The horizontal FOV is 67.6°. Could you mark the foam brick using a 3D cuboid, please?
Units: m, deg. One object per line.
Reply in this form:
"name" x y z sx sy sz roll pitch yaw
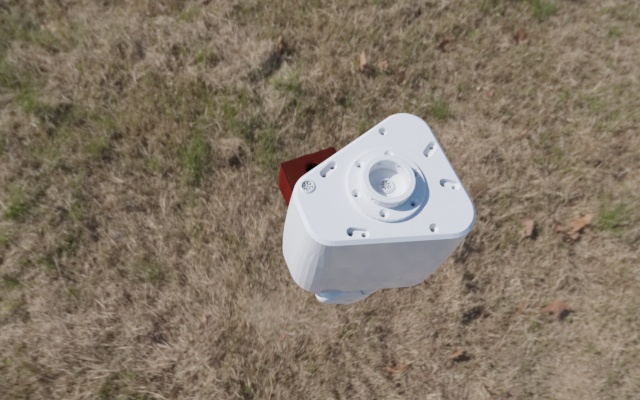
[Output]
"foam brick" 0.000 0.001 0.426 0.053 0.078 0.051 -19 -20 -14
